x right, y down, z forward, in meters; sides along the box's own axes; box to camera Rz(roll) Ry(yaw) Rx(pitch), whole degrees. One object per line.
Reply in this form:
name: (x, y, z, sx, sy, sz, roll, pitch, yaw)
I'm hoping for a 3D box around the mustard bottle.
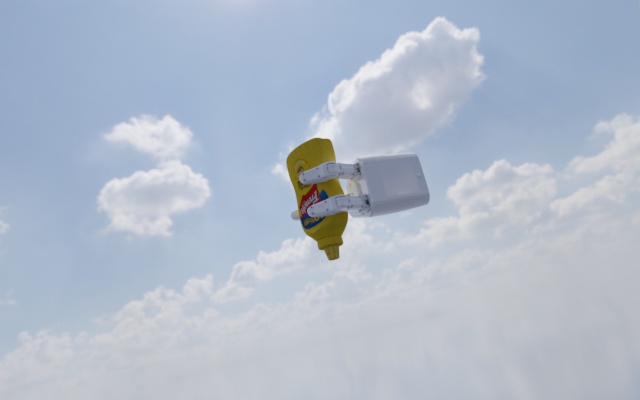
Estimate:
mustard bottle: (0.000, 0.002, 0.770, 0.058, 0.191, 0.096, 0, -21, -41)
